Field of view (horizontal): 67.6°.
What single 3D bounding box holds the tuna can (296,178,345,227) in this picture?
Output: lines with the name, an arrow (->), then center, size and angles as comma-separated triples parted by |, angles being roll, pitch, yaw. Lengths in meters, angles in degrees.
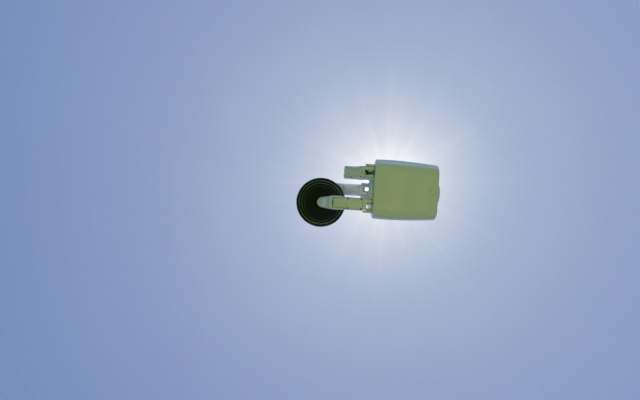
tuna can -> 0.000, 0.003, 0.840 | 0.086, 0.086, 0.034 | 0, 2, -2
